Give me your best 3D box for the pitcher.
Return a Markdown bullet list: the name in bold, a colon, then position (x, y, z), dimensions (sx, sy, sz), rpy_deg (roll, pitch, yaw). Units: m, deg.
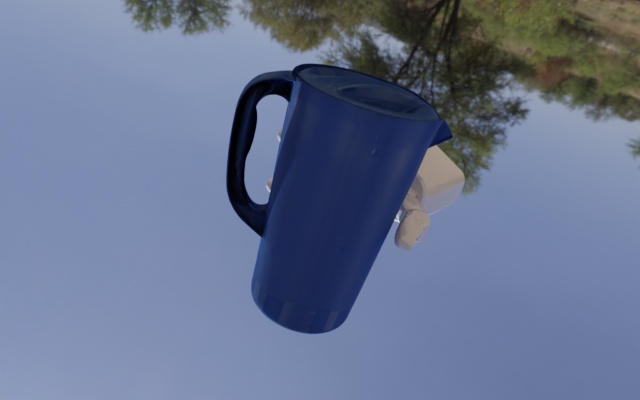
- **pitcher**: position (0.000, 0.001, 0.452), dimensions (0.149, 0.243, 0.145), rpy_deg (34, 30, 29)
